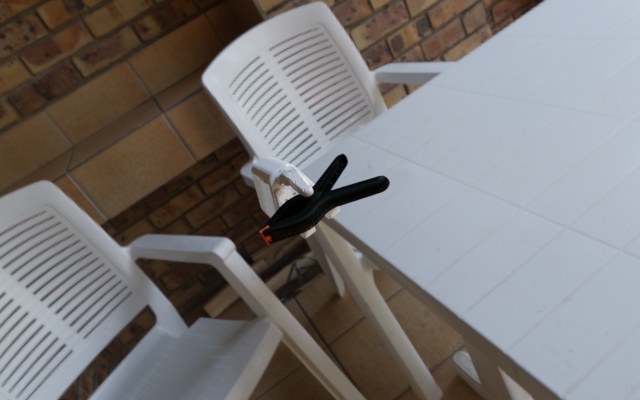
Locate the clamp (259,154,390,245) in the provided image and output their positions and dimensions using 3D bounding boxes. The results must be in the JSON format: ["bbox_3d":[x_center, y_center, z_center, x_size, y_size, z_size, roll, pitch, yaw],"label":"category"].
[{"bbox_3d":[-0.001,0.002,0.757,0.210,0.036,0.164,-38,27,-14],"label":"clamp"}]
